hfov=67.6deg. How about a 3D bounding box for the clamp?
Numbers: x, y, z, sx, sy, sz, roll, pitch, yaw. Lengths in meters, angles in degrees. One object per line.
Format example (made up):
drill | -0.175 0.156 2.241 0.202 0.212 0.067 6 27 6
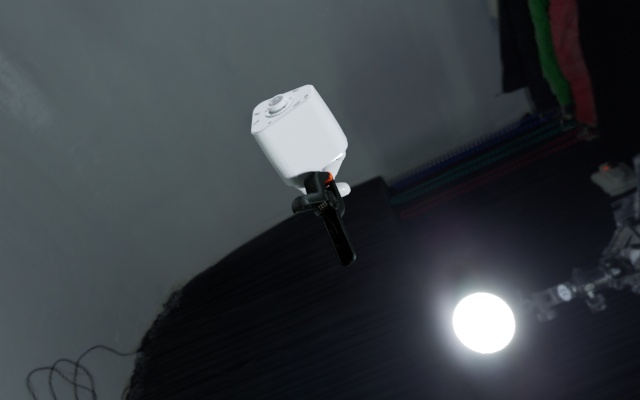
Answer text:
clamp | 0.001 0.002 0.670 0.039 0.120 0.171 -29 34 13
